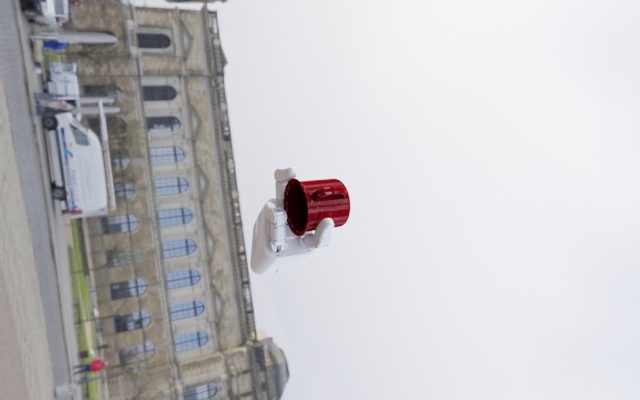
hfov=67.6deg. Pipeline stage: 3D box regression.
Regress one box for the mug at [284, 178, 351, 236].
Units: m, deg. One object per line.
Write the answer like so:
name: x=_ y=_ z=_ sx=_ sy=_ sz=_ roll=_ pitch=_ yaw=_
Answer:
mug: x=0.001 y=0.002 z=0.765 sx=0.081 sy=0.093 sz=0.117 roll=-6 pitch=-20 yaw=-27
